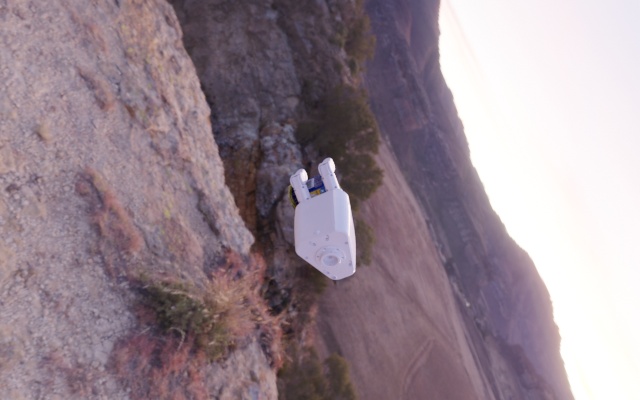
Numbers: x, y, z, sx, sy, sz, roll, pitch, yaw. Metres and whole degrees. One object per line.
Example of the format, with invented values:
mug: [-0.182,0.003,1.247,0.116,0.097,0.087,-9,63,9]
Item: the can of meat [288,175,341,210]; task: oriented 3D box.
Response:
can of meat: [0.000,0.003,0.894,0.084,0.102,0.057,-22,31,16]
